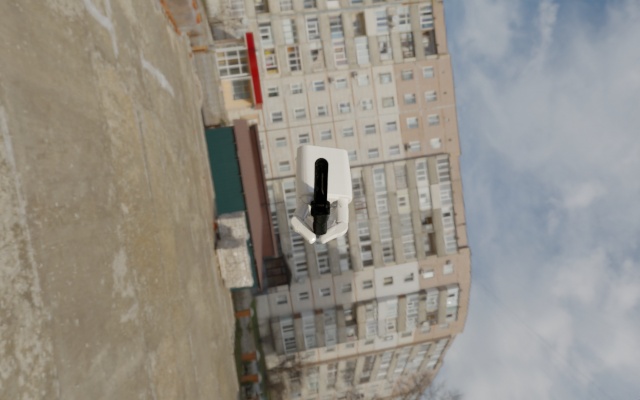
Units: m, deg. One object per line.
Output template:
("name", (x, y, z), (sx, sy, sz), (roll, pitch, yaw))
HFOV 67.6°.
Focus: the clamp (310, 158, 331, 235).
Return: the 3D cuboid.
("clamp", (0.001, 0.003, 0.863), (0.039, 0.120, 0.171), (7, -19, -2))
